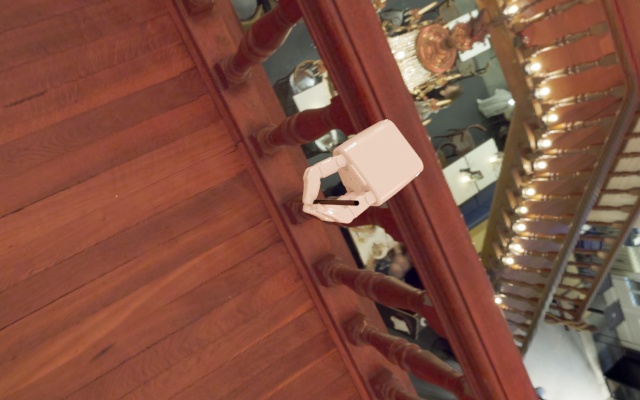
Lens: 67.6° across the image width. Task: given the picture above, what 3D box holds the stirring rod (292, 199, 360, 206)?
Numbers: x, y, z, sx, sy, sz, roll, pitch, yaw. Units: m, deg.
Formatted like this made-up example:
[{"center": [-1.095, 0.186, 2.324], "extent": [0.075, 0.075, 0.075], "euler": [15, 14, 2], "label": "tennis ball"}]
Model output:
[{"center": [0.000, 0.002, 0.731], "extent": [0.011, 0.011, 0.239], "euler": [0, 0, -23], "label": "stirring rod"}]
